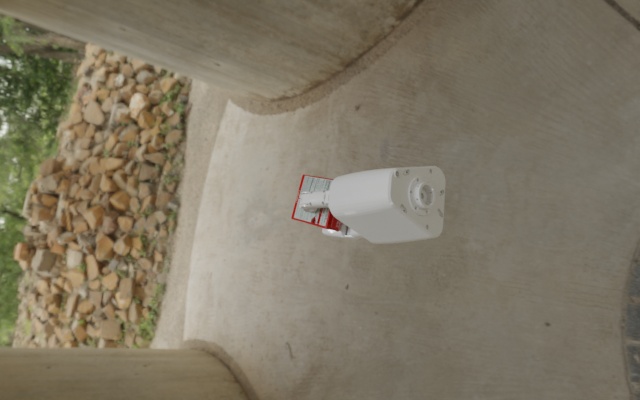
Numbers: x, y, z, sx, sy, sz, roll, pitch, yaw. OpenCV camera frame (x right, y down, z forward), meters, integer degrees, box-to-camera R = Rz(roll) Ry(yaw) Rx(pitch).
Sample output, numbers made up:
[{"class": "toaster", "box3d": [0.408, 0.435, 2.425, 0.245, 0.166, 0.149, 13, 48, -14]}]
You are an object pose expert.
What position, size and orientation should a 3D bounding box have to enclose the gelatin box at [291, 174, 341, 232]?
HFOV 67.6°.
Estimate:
[{"class": "gelatin box", "box3d": [0.000, 0.002, 0.723, 0.030, 0.073, 0.089, 15, -2, -41]}]
